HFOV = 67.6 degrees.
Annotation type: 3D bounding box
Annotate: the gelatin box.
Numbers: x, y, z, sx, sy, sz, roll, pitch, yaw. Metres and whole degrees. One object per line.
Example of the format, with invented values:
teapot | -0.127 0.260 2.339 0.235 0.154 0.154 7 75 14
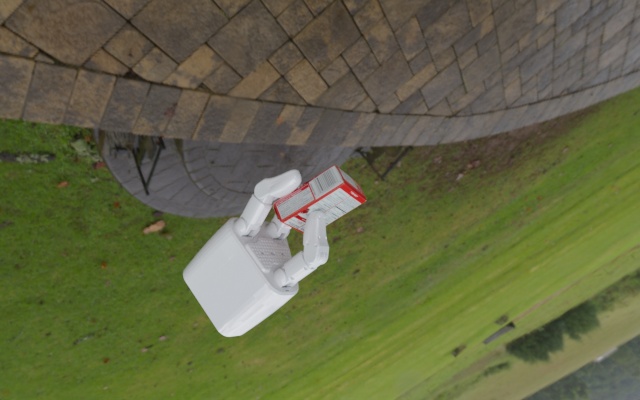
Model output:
gelatin box | 0.001 0.002 0.559 0.089 0.030 0.073 -32 -27 14
